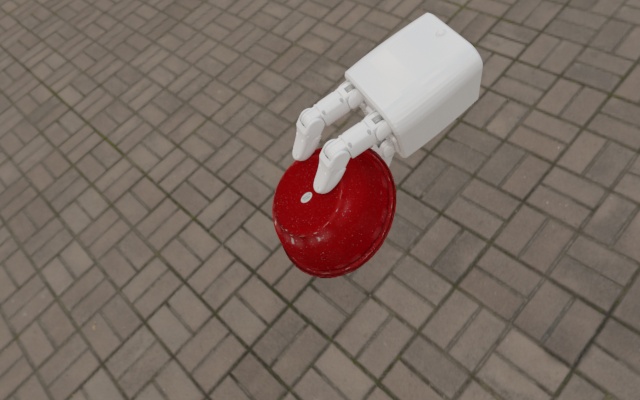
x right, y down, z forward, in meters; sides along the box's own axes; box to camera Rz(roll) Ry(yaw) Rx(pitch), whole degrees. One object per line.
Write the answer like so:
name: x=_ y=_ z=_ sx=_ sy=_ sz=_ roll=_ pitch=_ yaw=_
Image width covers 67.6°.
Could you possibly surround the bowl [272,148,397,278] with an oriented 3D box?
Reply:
bowl: x=-0.001 y=0.003 z=0.531 sx=0.162 sy=0.162 sz=0.055 roll=0 pitch=-16 yaw=36
